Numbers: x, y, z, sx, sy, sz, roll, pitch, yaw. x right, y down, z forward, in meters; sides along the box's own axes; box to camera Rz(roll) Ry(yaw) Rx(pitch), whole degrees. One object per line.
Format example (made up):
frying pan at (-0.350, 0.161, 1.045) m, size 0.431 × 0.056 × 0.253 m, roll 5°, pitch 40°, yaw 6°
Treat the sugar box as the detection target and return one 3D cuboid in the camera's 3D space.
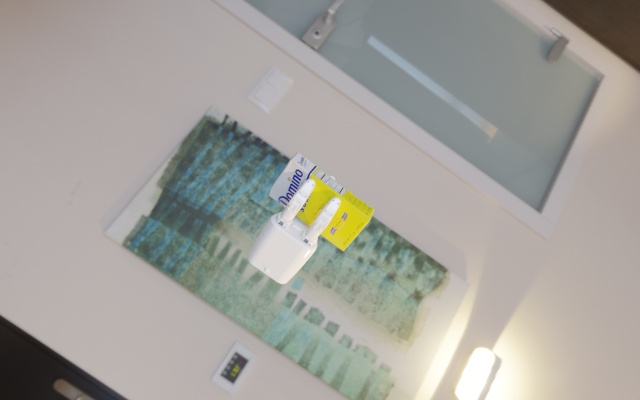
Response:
sugar box at (0.000, 0.003, 0.867) m, size 0.176 × 0.093 × 0.048 m, roll 35°, pitch 30°, yaw -3°
